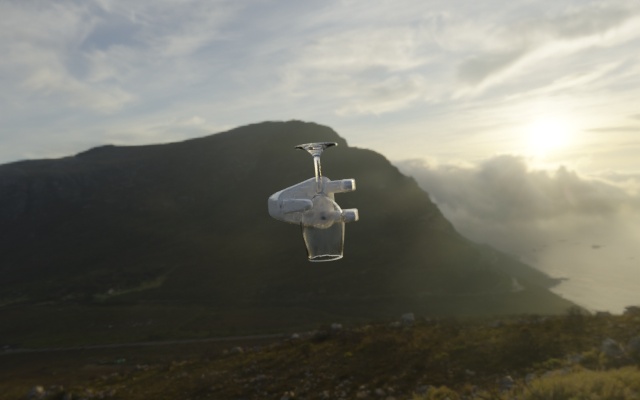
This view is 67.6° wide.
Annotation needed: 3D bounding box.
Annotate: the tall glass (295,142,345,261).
[{"bbox_3d":[0.000,0.002,0.838,0.079,0.201,0.079,-5,1,0],"label":"tall glass"}]
